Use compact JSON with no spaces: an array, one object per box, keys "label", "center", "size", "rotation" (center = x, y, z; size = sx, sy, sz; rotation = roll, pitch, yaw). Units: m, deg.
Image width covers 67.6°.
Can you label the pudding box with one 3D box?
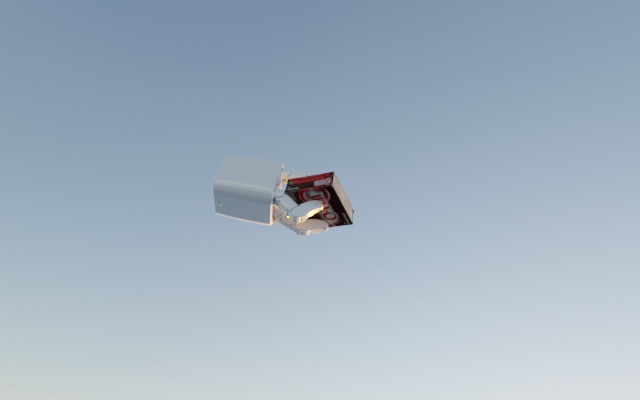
[{"label":"pudding box","center":[0.000,0.003,0.848],"size":[0.090,0.039,0.114],"rotation":[-8,-40,22]}]
